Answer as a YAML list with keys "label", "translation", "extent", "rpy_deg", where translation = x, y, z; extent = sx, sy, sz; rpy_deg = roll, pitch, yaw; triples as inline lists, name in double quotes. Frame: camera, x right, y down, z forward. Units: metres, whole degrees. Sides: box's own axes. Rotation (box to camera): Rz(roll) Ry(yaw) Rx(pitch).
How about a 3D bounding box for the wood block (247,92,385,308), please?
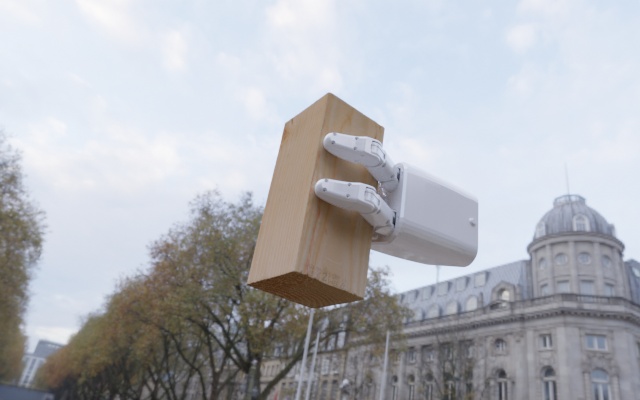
- label: "wood block"
  translation: [0.000, 0.002, 0.523]
  extent: [0.090, 0.206, 0.091]
  rpy_deg: [27, -31, -29]
